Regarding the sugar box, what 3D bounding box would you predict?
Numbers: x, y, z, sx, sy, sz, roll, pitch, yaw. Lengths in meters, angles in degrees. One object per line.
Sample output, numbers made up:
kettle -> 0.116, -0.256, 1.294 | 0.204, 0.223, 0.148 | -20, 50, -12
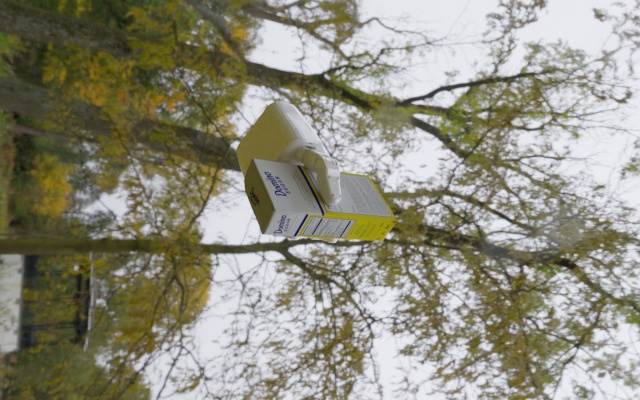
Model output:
sugar box -> 0.000, 0.002, 0.589 | 0.176, 0.048, 0.093 | 4, 40, -31
